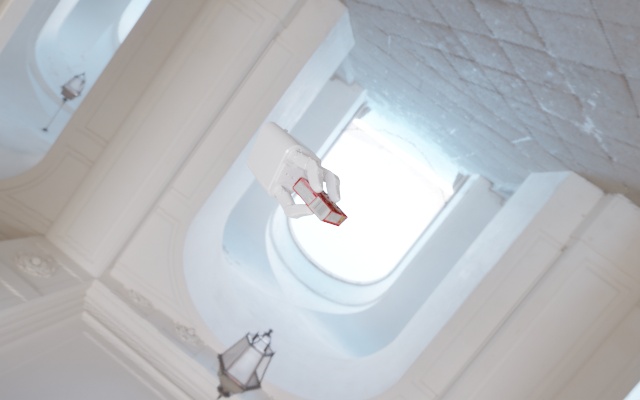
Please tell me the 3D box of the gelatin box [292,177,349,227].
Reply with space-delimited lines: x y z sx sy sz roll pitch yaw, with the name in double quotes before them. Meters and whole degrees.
"gelatin box" 0.000 0.003 0.835 0.089 0.030 0.073 49 12 26
